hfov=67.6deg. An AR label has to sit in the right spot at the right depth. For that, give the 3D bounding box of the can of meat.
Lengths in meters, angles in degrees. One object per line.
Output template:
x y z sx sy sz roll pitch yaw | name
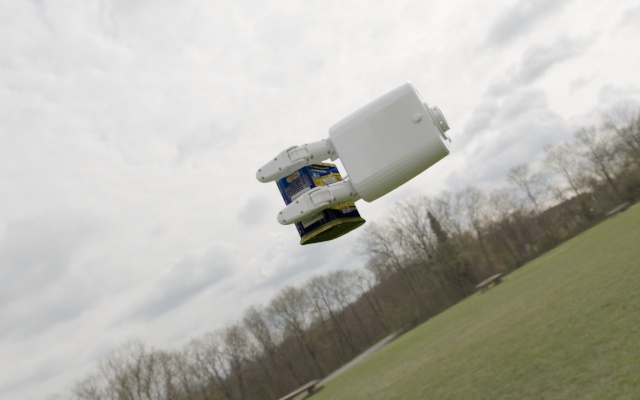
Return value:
0.000 0.002 0.573 0.057 0.084 0.102 -31 -14 25 | can of meat
